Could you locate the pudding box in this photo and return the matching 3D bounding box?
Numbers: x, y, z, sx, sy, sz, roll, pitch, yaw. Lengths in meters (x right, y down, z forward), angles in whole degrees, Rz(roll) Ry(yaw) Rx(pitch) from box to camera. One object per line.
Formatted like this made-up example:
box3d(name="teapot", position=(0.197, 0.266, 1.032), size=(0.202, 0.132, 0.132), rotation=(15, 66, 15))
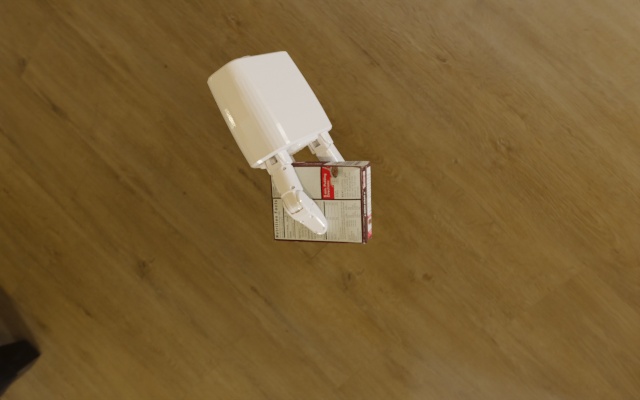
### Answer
box3d(name="pudding box", position=(0.000, 0.002, 0.544), size=(0.113, 0.090, 0.039), rotation=(1, 11, 20))
